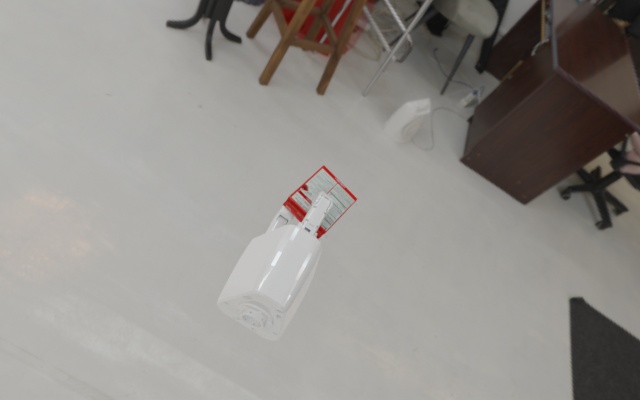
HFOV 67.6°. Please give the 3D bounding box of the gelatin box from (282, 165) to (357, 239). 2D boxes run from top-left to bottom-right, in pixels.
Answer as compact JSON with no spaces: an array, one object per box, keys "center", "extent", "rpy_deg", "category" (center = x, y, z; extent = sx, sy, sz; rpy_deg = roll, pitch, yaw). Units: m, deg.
[{"center":[0.000,0.002,0.696],"extent":[0.089,0.073,0.030],"rpy_deg":[-45,-1,-36],"category":"gelatin box"}]
